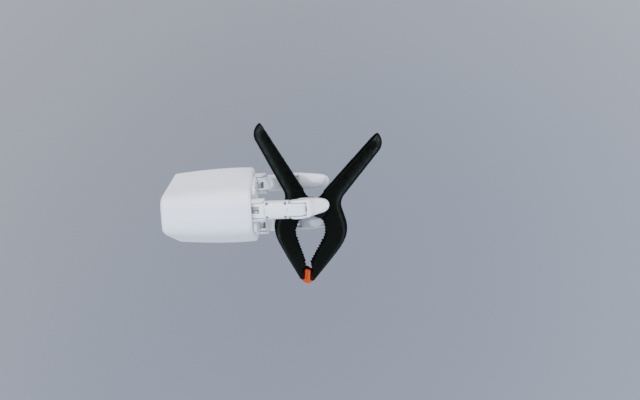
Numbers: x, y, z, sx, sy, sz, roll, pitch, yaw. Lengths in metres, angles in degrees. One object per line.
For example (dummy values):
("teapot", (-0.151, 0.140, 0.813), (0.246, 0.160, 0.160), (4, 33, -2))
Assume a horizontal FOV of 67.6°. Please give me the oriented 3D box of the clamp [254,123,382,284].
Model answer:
("clamp", (0.000, 0.003, 0.623), (0.164, 0.210, 0.036), (-2, 6, -1))
